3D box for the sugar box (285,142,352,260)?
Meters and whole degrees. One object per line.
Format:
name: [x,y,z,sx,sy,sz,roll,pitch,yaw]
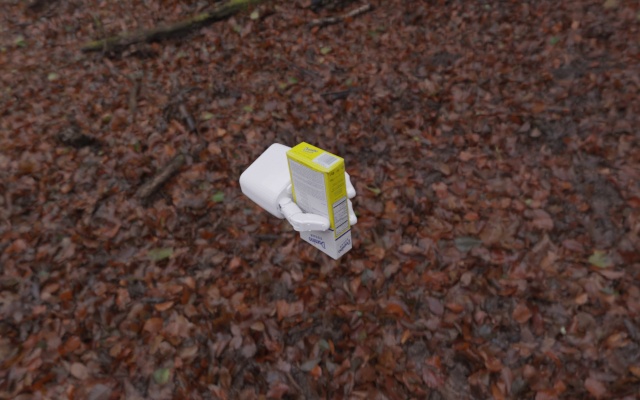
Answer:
sugar box: [0.000,0.002,0.769,0.048,0.176,0.093,-35,45,-29]
